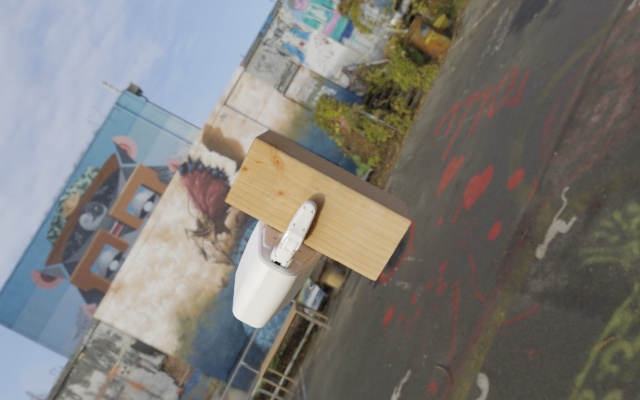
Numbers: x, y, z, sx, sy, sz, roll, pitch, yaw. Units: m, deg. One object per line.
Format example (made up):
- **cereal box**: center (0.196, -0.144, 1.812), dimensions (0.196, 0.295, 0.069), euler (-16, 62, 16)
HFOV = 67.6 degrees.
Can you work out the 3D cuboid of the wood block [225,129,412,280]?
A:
- **wood block**: center (0.000, 0.002, 0.601), dimensions (0.206, 0.090, 0.090), euler (28, 16, -3)
